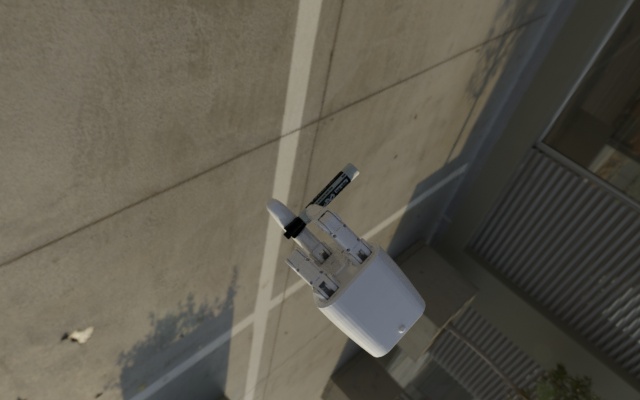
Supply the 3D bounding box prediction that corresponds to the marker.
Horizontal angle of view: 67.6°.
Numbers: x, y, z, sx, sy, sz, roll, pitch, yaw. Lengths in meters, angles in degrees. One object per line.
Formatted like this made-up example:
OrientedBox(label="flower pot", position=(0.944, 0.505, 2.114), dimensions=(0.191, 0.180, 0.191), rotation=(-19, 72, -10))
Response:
OrientedBox(label="marker", position=(0.000, 0.002, 0.587), dimensions=(0.020, 0.121, 0.020), rotation=(43, -8, 8))
